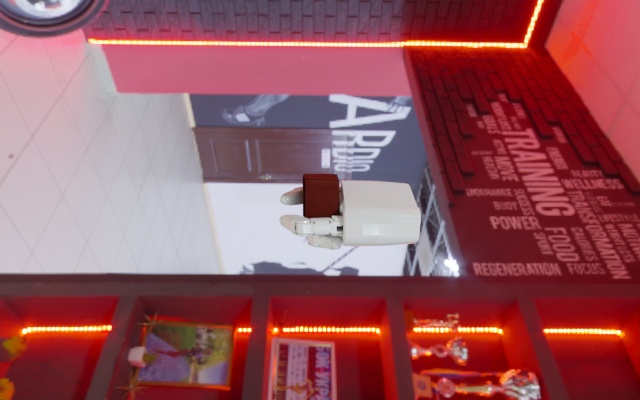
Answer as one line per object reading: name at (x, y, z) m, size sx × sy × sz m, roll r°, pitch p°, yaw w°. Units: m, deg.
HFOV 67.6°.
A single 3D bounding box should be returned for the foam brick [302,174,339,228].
foam brick at (0.000, 0.002, 0.689) m, size 0.051 × 0.078 × 0.053 m, roll 0°, pitch 14°, yaw -1°
